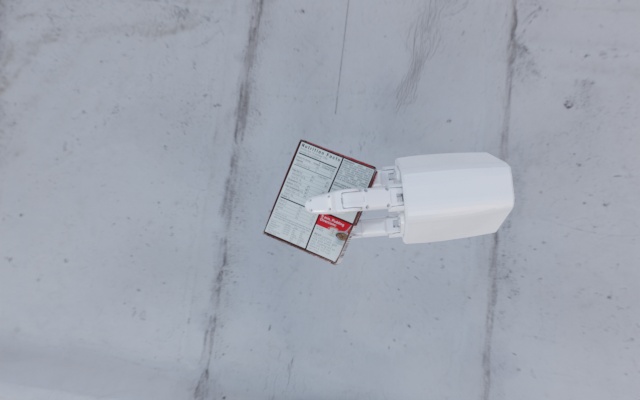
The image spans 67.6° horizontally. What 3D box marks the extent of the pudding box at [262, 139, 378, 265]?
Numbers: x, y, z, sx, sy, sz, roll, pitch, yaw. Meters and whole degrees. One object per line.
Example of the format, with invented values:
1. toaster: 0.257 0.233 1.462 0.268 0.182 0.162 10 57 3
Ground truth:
1. pudding box: 0.000 0.002 0.517 0.090 0.113 0.039 23 -1 9
